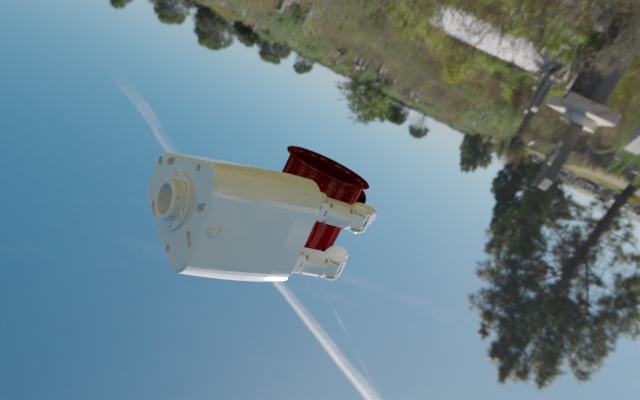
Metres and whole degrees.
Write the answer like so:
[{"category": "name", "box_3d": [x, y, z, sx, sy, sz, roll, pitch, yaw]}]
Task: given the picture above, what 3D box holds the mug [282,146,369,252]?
[{"category": "mug", "box_3d": [0.001, 0.002, 0.507, 0.117, 0.081, 0.093, 12, 20, -43]}]
